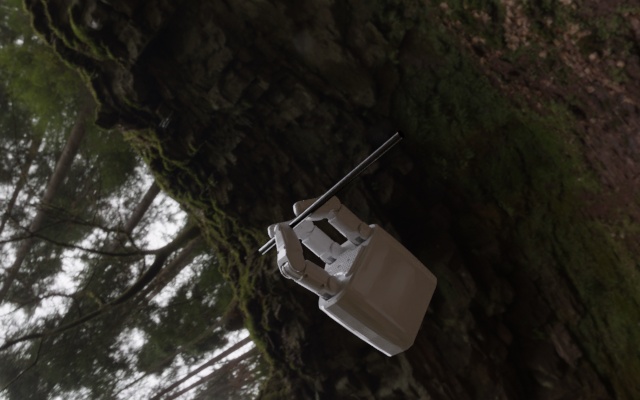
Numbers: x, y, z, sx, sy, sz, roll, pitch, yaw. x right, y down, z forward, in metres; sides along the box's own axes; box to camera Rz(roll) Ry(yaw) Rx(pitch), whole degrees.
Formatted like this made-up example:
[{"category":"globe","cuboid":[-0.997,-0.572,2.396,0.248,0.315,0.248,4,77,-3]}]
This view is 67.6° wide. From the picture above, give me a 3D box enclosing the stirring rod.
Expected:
[{"category":"stirring rod","cuboid":[0.000,0.002,0.492,0.011,0.011,0.240,0,-29,-42]}]
